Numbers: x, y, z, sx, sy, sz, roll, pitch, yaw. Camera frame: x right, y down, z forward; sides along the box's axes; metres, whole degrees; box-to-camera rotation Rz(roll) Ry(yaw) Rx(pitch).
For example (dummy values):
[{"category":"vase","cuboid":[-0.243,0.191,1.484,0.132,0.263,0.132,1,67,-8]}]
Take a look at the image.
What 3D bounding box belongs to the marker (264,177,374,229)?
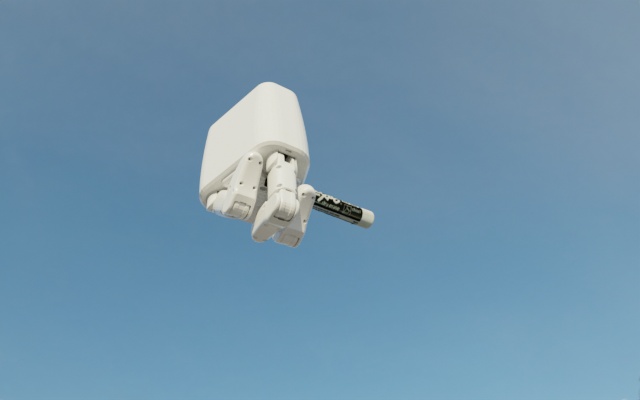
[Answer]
[{"category":"marker","cuboid":[0.000,0.002,0.466,0.121,0.020,0.020,21,-10,-27]}]
